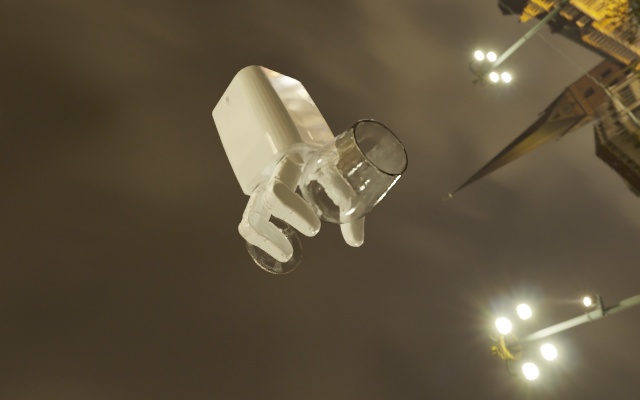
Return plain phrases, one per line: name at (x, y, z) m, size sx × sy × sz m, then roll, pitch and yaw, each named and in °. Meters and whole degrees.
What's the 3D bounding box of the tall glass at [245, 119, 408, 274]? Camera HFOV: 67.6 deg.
tall glass at (0.000, 0.002, 0.491) m, size 0.079 × 0.079 × 0.201 m, roll 0°, pitch -30°, yaw -39°
